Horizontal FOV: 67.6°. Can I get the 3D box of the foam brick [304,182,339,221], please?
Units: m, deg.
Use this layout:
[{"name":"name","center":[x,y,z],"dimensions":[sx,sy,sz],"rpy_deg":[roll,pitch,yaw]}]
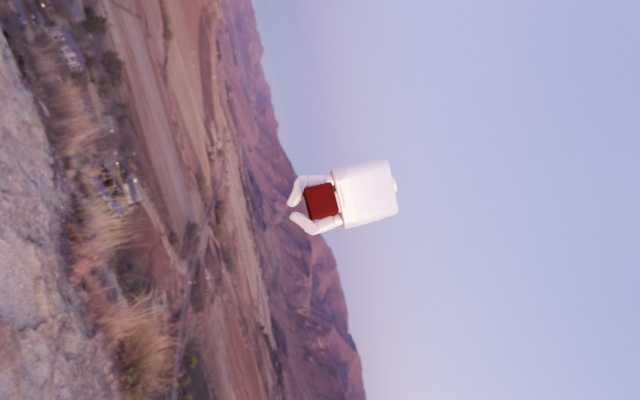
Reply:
[{"name":"foam brick","center":[0.000,0.003,0.853],"dimensions":[0.051,0.053,0.078],"rpy_deg":[-13,-7,-4]}]
